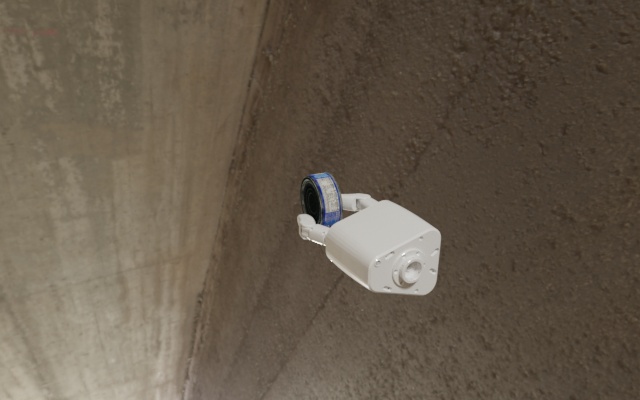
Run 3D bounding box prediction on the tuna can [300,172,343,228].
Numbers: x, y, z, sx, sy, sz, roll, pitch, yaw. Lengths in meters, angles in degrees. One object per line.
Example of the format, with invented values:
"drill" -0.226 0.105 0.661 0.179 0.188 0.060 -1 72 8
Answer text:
"tuna can" 0.000 0.002 0.710 0.034 0.086 0.086 -10 4 -22
